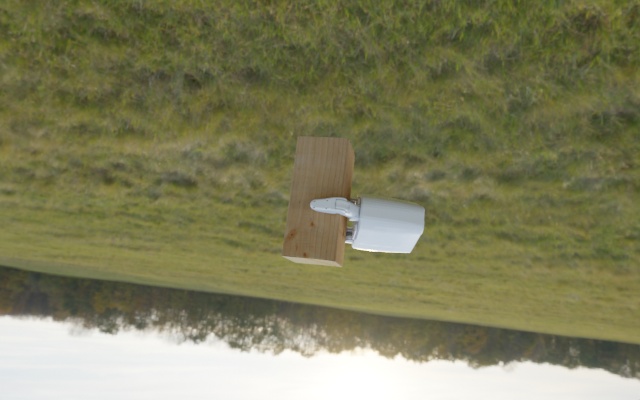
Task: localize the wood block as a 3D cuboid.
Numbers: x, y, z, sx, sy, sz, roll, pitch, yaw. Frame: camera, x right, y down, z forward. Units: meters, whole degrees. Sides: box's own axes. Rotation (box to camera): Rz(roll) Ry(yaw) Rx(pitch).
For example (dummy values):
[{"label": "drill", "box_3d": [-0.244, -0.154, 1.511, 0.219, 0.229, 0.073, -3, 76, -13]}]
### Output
[{"label": "wood block", "box_3d": [0.000, 0.003, 0.818, 0.090, 0.206, 0.091, 4, -13, 12]}]
